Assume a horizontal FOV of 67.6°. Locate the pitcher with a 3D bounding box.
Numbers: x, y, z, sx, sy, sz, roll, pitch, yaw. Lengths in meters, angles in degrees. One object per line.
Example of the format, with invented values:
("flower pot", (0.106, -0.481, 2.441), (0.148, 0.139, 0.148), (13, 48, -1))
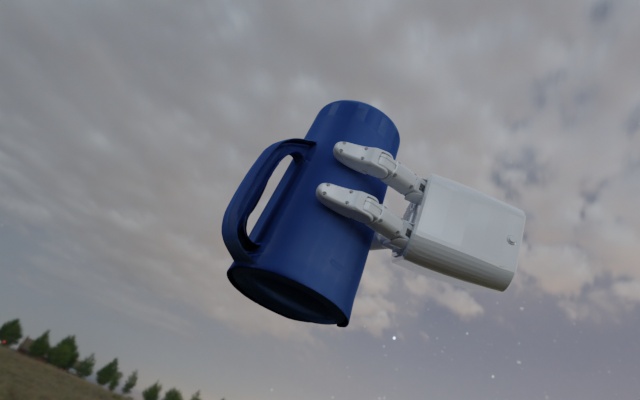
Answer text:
("pitcher", (0.000, 0.002, 0.526), (0.145, 0.242, 0.149), (20, -28, 5))
